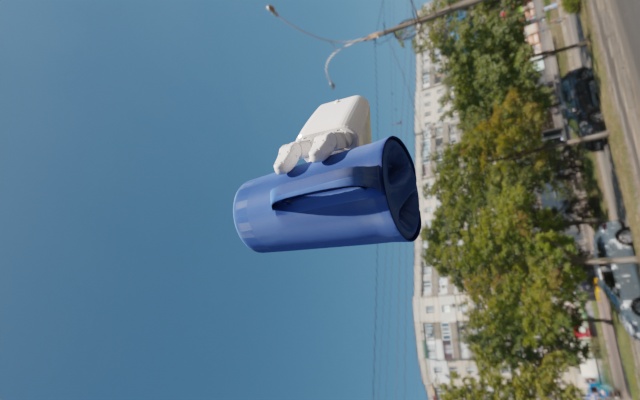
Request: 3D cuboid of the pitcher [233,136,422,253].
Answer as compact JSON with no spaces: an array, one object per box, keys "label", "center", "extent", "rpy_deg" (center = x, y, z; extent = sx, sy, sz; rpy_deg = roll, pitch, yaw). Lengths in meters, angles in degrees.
[{"label":"pitcher","center":[0.000,0.002,0.637],"extent":[0.243,0.149,0.145],"rpy_deg":[-11,32,28]}]
